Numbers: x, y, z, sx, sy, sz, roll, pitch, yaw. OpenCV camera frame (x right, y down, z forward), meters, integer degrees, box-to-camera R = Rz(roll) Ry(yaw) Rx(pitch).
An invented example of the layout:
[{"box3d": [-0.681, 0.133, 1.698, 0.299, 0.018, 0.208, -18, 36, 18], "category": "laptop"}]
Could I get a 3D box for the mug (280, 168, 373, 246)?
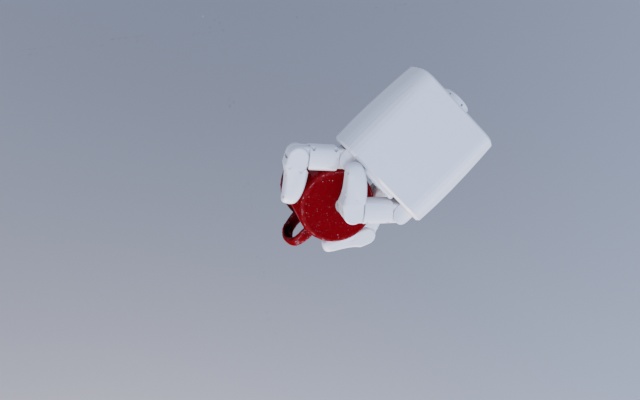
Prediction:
[{"box3d": [-0.001, 0.003, 0.523, 0.093, 0.117, 0.081, 41, 6, -24], "category": "mug"}]
